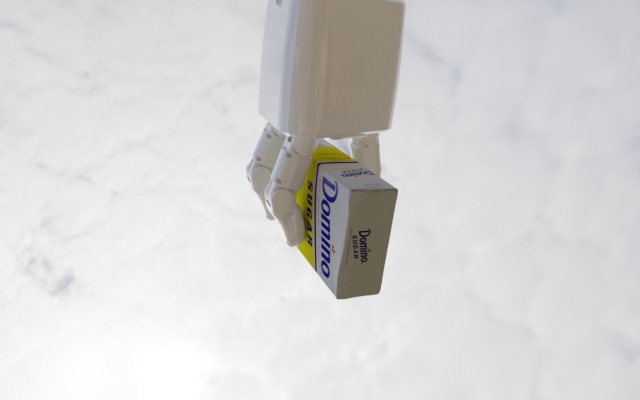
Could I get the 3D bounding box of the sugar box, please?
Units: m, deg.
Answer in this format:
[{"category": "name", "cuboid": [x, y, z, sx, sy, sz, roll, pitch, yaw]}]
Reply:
[{"category": "sugar box", "cuboid": [0.000, 0.001, 0.427, 0.048, 0.093, 0.176, -2, 23, -22]}]
